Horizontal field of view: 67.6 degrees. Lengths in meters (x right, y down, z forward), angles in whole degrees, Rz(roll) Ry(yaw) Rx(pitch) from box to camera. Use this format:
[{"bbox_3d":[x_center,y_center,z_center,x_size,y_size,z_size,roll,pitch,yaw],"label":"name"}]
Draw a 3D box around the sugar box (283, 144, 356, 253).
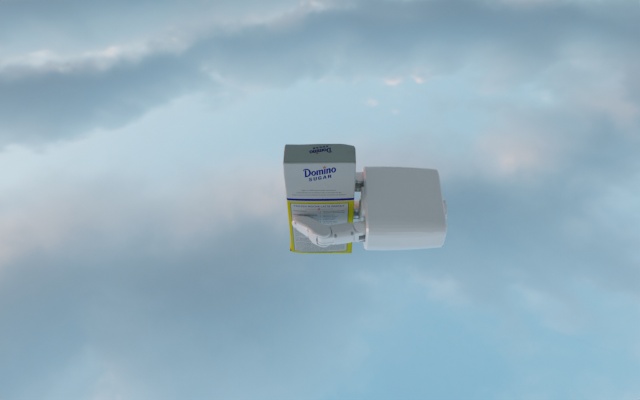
[{"bbox_3d":[0.000,0.002,0.660,0.093,0.176,0.048,0,42,0],"label":"sugar box"}]
